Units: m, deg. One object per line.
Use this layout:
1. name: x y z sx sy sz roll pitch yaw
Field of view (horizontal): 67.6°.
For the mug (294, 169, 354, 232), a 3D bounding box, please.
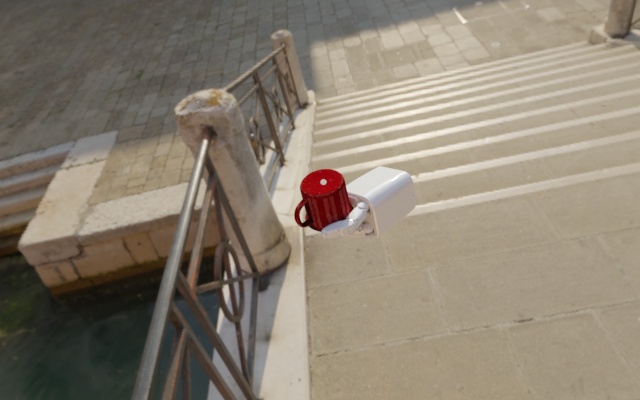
1. mug: -0.001 0.003 0.860 0.117 0.082 0.093 -33 43 -21
